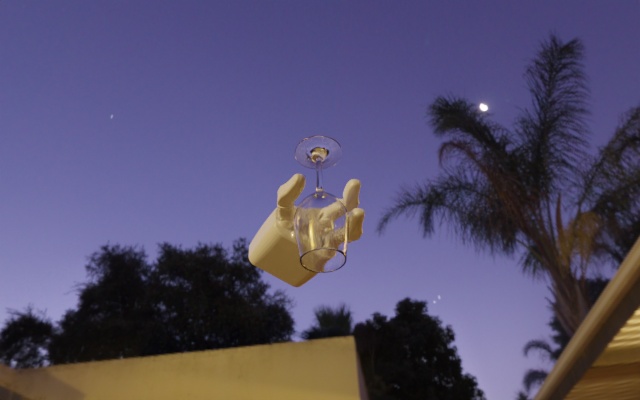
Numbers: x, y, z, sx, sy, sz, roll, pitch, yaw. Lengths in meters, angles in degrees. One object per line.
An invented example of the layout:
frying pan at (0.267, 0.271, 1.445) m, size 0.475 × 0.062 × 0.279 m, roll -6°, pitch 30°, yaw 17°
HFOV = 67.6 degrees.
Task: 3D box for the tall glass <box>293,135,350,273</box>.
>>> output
tall glass at (0.000, 0.002, 0.688) m, size 0.079 × 0.200 × 0.079 m, roll -2°, pitch -39°, yaw -1°
